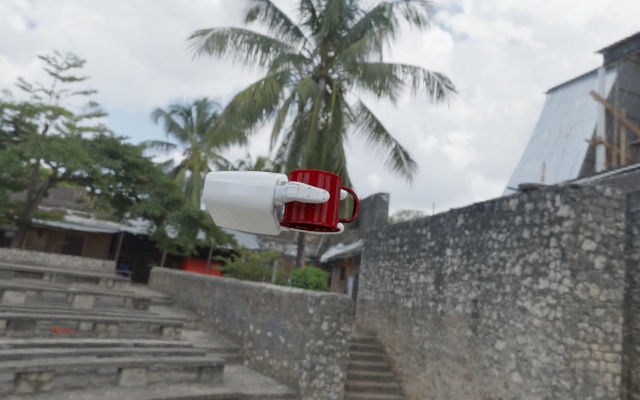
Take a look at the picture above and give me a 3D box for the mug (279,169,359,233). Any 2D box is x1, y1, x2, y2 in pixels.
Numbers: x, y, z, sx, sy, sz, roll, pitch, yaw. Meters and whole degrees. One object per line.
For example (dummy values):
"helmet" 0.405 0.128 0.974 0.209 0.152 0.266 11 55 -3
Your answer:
"mug" 0.002 0.002 0.719 0.117 0.081 0.093 6 -10 5
